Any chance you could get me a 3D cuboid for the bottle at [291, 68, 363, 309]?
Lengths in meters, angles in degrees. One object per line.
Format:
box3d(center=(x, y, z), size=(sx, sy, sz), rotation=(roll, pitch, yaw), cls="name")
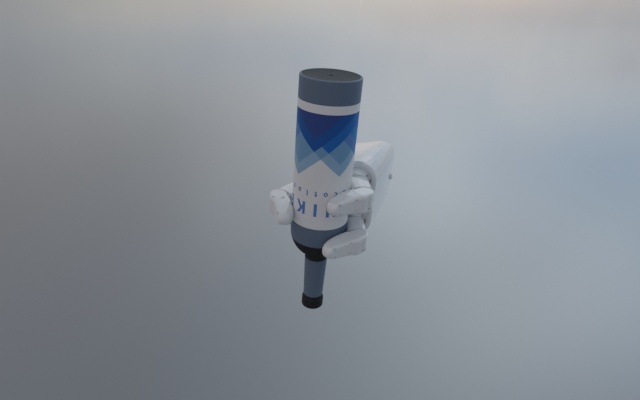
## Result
box3d(center=(0.000, 0.002, 0.556), size=(0.069, 0.296, 0.069), rotation=(4, 27, -2), cls="bottle")
